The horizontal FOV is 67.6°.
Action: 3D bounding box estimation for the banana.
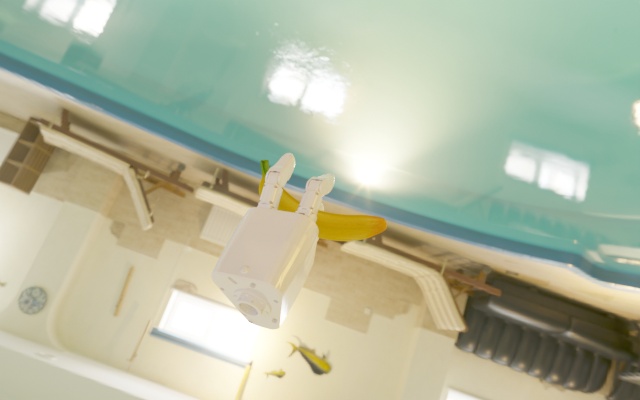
[{"bbox_3d":[-0.009,0.016,0.657,0.198,0.070,0.037,26,26,8],"label":"banana"}]
